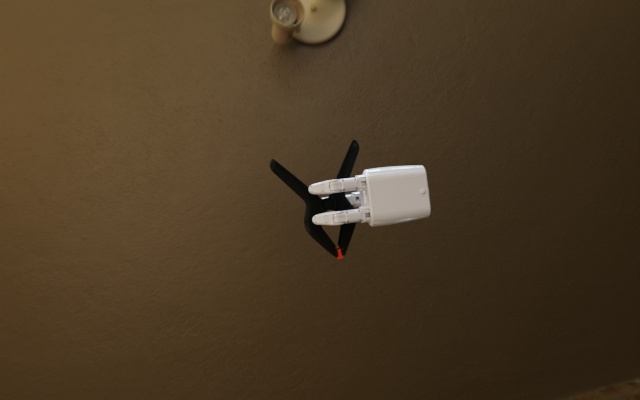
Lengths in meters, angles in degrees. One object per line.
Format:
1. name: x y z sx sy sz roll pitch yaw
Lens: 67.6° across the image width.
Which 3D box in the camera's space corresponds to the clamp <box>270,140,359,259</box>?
1. clamp: 0.000 0.003 0.859 0.164 0.210 0.036 -7 0 -5
